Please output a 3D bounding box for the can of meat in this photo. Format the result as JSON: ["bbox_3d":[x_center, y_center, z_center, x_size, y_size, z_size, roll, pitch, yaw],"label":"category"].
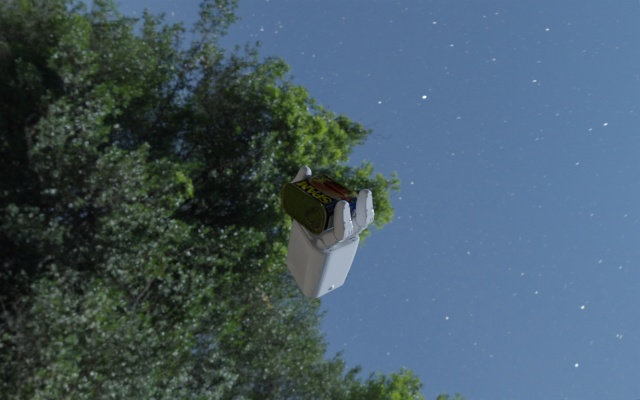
[{"bbox_3d":[0.000,0.002,0.774,0.084,0.057,0.102,-19,42,-41],"label":"can of meat"}]
